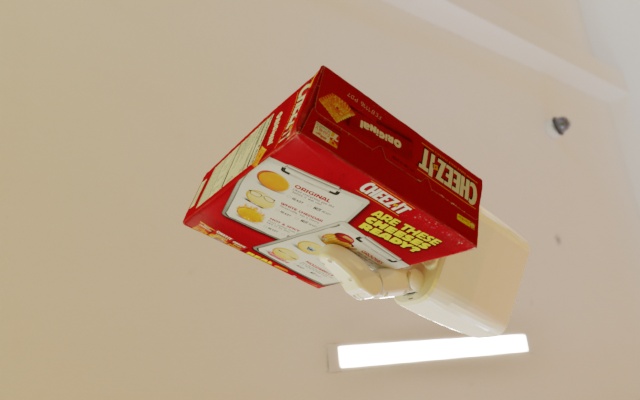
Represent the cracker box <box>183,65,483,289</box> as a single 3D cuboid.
[{"bbox_3d":[0.000,0.002,0.413,0.164,0.072,0.214,30,-32,-23],"label":"cracker box"}]
